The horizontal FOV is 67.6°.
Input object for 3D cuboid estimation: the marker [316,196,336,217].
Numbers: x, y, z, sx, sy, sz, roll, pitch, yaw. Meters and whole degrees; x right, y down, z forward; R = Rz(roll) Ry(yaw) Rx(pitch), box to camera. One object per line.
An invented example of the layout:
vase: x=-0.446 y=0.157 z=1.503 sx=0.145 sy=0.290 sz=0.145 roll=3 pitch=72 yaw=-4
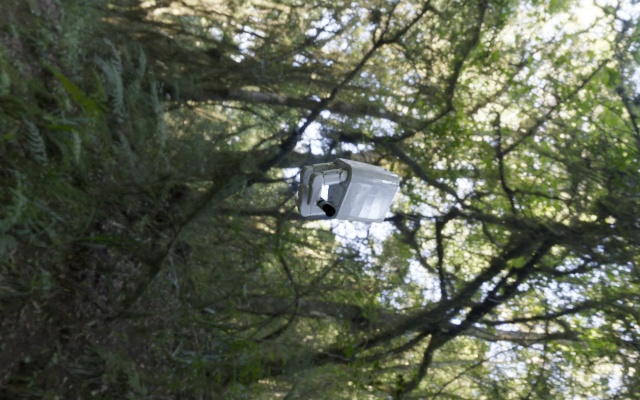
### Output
marker: x=0.000 y=0.003 z=0.870 sx=0.020 sy=0.020 sz=0.121 roll=0 pitch=18 yaw=-20
